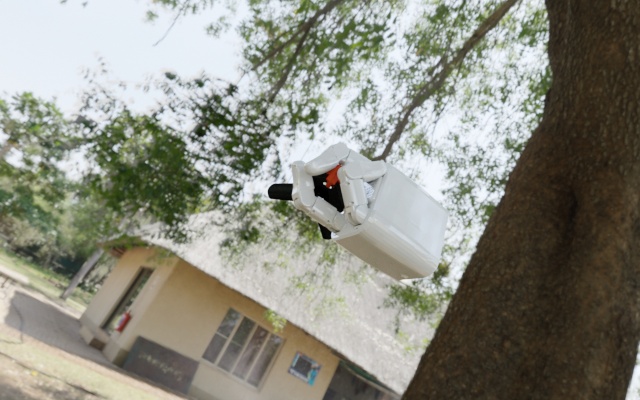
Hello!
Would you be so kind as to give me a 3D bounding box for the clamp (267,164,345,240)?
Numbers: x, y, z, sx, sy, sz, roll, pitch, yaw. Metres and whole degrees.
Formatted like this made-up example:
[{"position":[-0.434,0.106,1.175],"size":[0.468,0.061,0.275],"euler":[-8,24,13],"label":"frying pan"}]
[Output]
[{"position":[0.000,0.002,0.649],"size":[0.120,0.039,0.171],"euler":[35,-23,-14],"label":"clamp"}]
